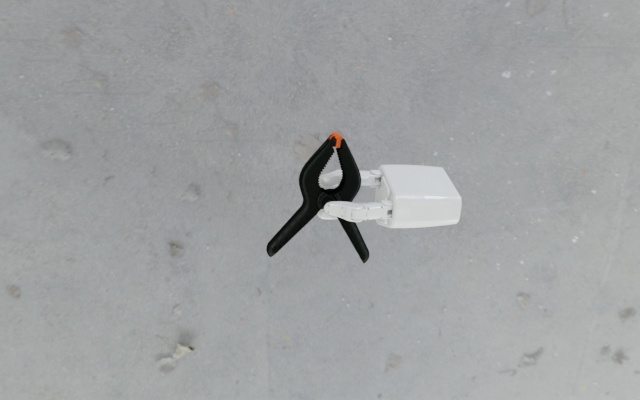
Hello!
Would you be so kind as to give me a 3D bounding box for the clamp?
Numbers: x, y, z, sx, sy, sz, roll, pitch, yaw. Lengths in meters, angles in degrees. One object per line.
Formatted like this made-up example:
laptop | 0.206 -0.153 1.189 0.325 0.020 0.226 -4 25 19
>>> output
clamp | 0.001 0.002 0.725 0.164 0.210 0.036 -2 19 -11
